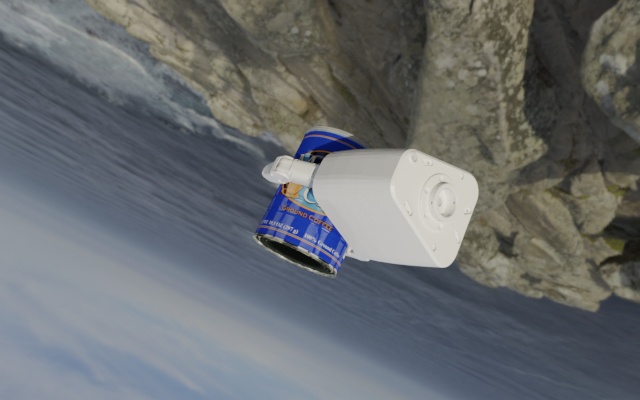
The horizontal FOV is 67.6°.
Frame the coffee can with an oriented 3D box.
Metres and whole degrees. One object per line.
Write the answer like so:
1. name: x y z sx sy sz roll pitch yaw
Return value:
1. coffee can: 0.000 0.002 0.543 0.103 0.140 0.103 23 -16 7
